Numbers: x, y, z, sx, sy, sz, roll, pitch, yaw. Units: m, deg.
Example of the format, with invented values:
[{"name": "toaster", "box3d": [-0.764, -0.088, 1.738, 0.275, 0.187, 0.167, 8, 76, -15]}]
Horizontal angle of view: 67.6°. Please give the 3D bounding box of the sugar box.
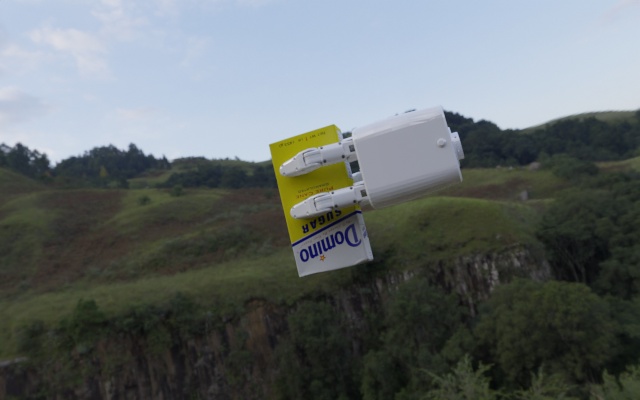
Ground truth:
[{"name": "sugar box", "box3d": [0.000, 0.002, 0.608, 0.093, 0.176, 0.048, -16, -9, 14]}]
